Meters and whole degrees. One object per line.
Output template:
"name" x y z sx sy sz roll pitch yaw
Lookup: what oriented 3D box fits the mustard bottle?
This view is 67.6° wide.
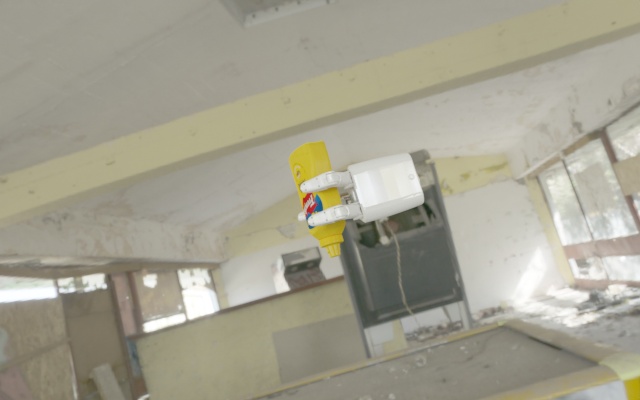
"mustard bottle" 0.000 0.002 0.814 0.058 0.191 0.096 -11 -11 -28
